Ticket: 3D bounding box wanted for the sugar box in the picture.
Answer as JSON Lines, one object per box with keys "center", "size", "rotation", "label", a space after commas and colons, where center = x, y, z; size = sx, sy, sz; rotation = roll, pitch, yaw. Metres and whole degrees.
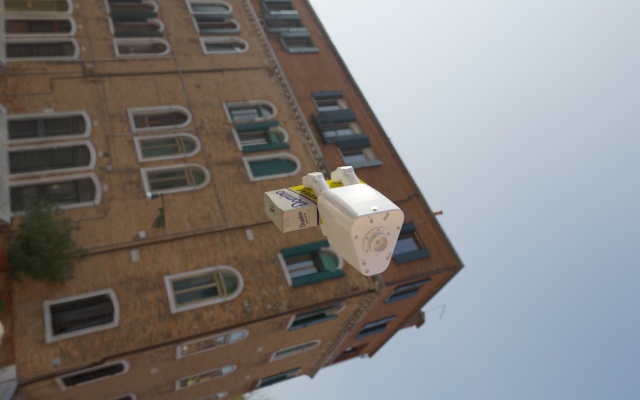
{"center": [0.000, 0.002, 0.822], "size": [0.176, 0.048, 0.093], "rotation": [-9, 24, -23], "label": "sugar box"}
